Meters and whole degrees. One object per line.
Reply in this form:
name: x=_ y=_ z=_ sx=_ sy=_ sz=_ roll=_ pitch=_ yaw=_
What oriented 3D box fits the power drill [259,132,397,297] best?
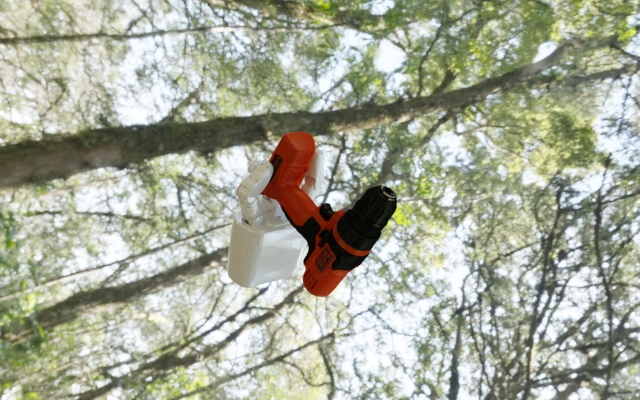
power drill: x=0.000 y=0.002 z=0.601 sx=0.057 sy=0.187 sz=0.184 roll=-2 pitch=-41 yaw=-41
